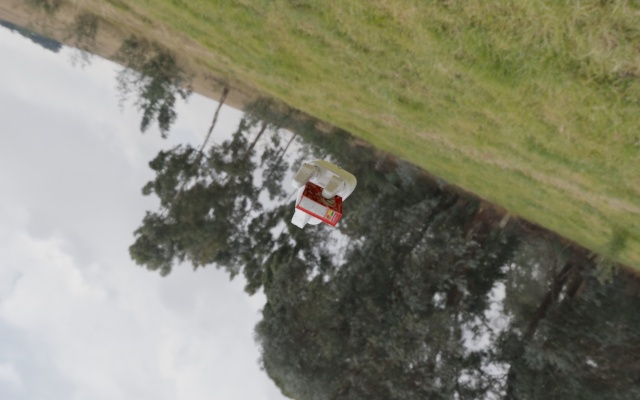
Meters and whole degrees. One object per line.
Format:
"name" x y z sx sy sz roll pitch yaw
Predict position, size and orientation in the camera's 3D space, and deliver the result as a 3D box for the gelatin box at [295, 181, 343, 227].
"gelatin box" 0.000 0.003 0.810 0.073 0.030 0.089 27 18 -5
